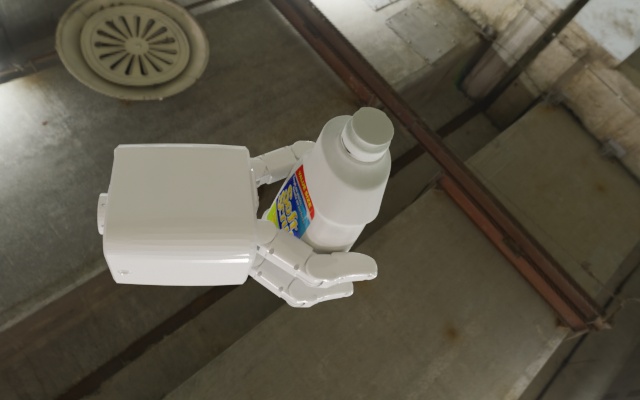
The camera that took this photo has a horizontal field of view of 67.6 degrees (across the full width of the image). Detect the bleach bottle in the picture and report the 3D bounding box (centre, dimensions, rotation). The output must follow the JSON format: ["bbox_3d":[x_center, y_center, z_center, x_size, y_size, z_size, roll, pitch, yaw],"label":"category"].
[{"bbox_3d":[0.000,0.001,0.407,0.068,0.102,0.251,2,-27,-16],"label":"bleach bottle"}]
